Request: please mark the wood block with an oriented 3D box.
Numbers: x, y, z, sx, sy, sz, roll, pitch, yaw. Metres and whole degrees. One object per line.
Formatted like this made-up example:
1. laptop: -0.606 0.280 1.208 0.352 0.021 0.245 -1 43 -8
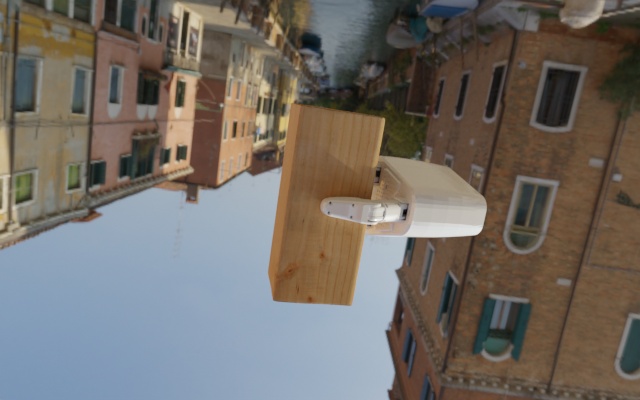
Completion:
1. wood block: 0.001 0.002 0.533 0.090 0.206 0.091 6 11 -12
